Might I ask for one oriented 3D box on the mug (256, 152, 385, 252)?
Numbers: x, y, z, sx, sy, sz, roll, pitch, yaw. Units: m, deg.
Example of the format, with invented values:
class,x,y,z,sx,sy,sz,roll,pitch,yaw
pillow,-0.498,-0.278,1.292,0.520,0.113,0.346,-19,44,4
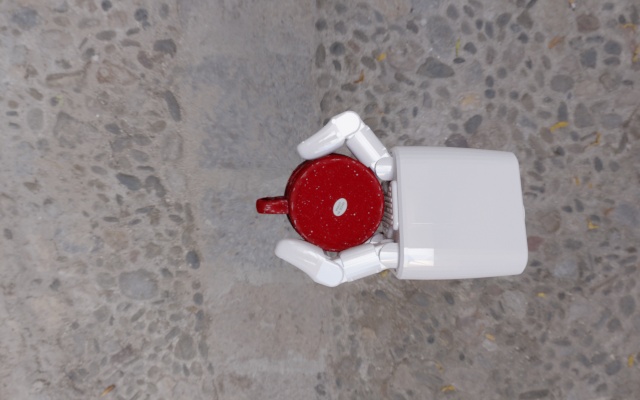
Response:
class,x,y,z,sx,sy,sz,roll,pitch,yaw
mug,-0.001,0.001,0.433,0.117,0.093,0.081,-1,3,-3
